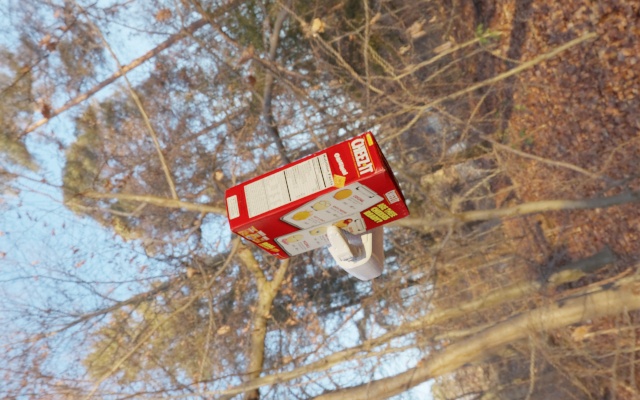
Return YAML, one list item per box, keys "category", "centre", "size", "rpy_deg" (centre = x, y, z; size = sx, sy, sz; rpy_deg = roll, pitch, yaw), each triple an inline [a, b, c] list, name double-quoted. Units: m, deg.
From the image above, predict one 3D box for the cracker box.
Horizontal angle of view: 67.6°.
- category: "cracker box"
  centre: [0.000, 0.002, 0.667]
  size: [0.214, 0.072, 0.164]
  rpy_deg: [-21, -27, 12]
